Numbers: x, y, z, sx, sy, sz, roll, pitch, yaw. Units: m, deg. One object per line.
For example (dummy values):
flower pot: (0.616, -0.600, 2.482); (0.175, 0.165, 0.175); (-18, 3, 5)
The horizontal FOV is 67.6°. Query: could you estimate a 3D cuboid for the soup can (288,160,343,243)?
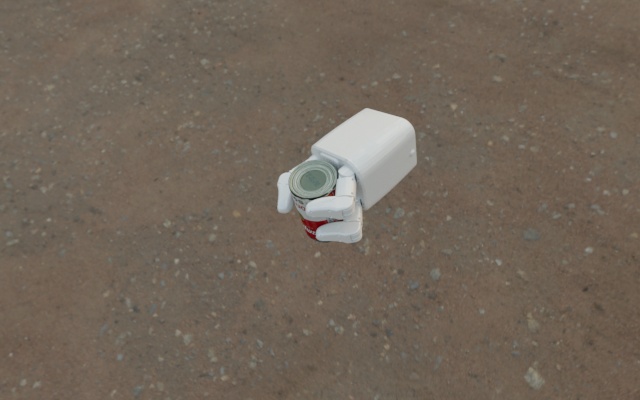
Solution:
soup can: (0.000, 0.002, 0.651); (0.068, 0.068, 0.102); (0, -37, 14)
